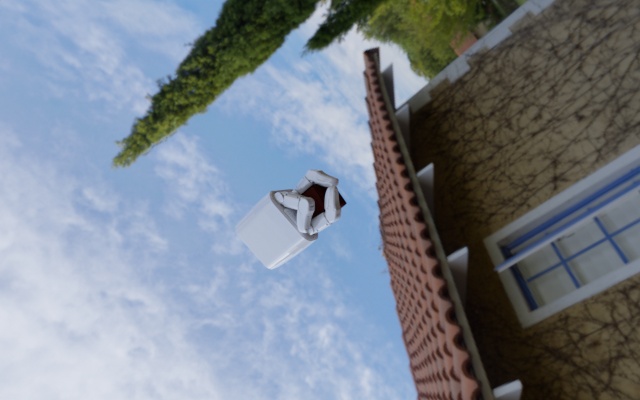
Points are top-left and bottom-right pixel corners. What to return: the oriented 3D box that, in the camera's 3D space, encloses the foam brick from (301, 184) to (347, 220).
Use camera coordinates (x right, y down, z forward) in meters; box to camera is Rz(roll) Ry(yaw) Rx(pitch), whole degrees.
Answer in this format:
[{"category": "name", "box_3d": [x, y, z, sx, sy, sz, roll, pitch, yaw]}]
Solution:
[{"category": "foam brick", "box_3d": [0.000, 0.003, 0.867, 0.051, 0.053, 0.078, -40, -14, 25]}]
